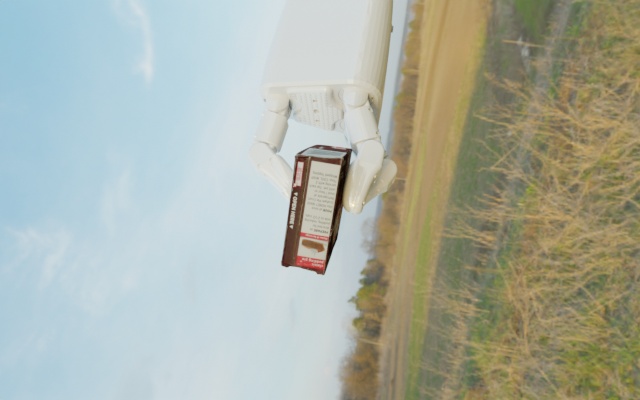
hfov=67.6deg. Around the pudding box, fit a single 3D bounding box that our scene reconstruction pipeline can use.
[{"bbox_3d":[0.000,0.001,0.401,0.039,0.090,0.113,9,11,8],"label":"pudding box"}]
